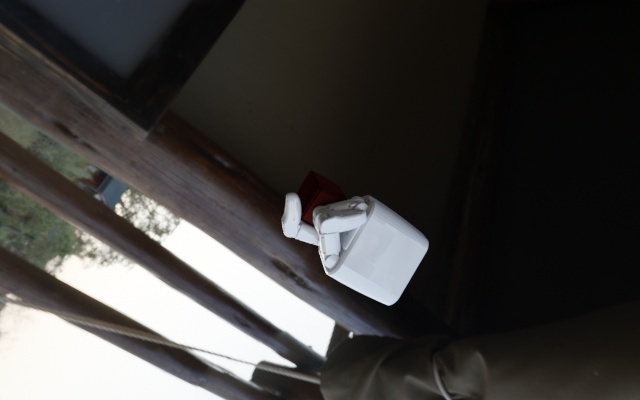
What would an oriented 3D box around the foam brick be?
[{"bbox_3d":[0.000,0.002,0.671,0.051,0.053,0.078,27,16,-20],"label":"foam brick"}]
